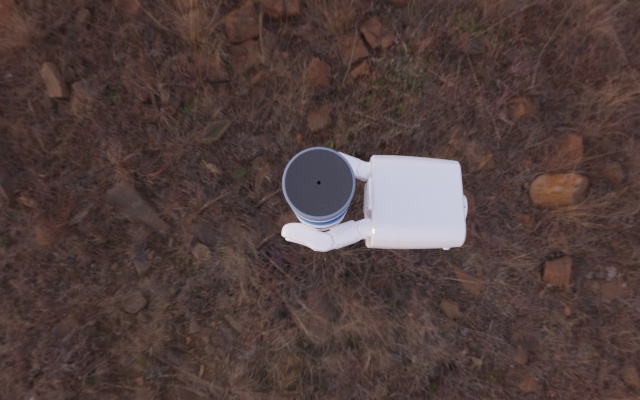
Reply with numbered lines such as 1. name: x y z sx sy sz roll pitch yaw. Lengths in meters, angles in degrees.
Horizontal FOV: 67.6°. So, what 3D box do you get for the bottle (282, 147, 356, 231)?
1. bottle: 0.000 0.002 0.576 0.069 0.069 0.296 0 -7 1
